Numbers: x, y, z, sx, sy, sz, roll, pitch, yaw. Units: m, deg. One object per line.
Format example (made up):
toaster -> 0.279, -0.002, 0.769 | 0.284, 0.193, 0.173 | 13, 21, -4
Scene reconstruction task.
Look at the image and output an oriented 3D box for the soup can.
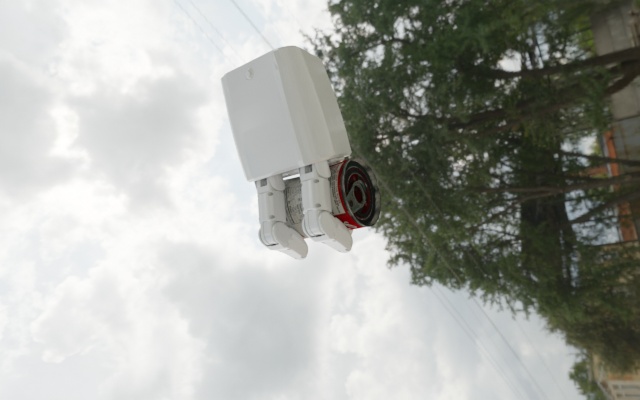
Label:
soup can -> 0.000, 0.002, 0.481 | 0.102, 0.068, 0.068 | -14, -8, 34
